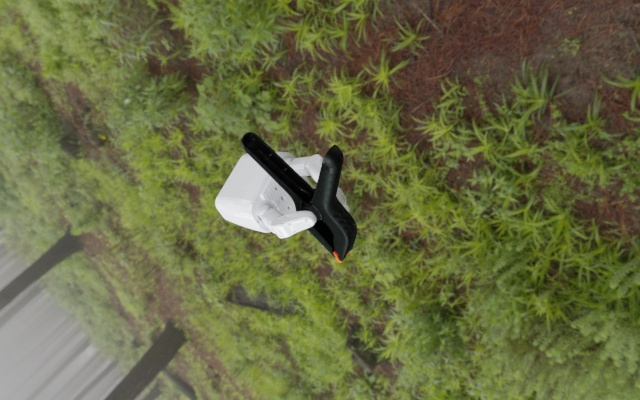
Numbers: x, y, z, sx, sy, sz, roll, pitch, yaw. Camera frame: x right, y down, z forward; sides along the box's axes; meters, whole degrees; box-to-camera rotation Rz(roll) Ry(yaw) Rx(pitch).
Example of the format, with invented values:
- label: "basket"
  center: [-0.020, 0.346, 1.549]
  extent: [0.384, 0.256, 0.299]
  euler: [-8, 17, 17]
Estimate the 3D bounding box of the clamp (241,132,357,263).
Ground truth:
- label: "clamp"
  center: [0.000, 0.003, 0.600]
  extent: [0.164, 0.210, 0.036]
  euler: [10, 50, 49]
